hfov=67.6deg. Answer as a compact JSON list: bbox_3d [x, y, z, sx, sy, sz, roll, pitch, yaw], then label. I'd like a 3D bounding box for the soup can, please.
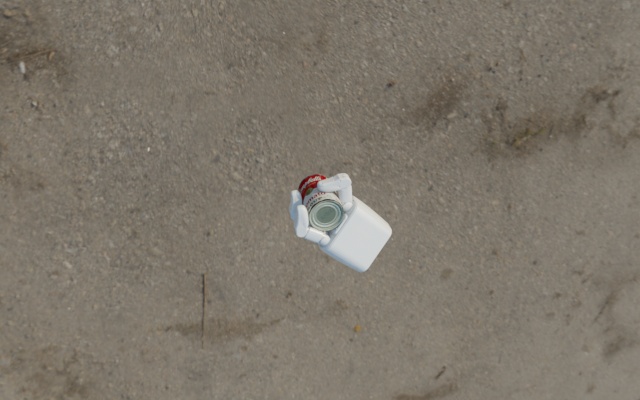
[{"bbox_3d":[0.000,0.003,0.890,0.068,0.068,0.102,0,30,-14],"label":"soup can"}]
